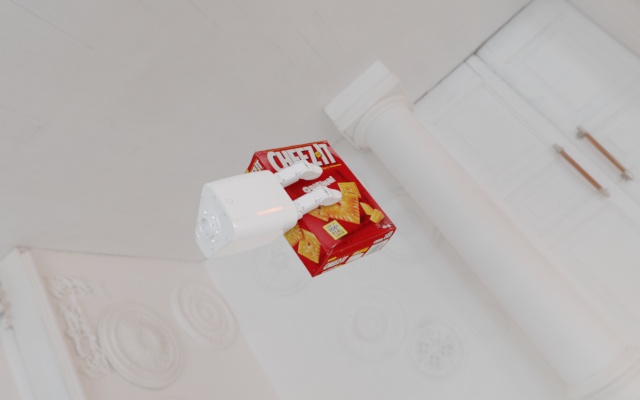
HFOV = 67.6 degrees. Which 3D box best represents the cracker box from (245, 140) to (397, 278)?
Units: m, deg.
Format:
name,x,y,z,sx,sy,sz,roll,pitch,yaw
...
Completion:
name,x,y,z,sx,sy,sz,roll,pitch,yaw
cracker box,0.000,0.003,0.784,0.164,0.213,0.072,-15,-30,-42
